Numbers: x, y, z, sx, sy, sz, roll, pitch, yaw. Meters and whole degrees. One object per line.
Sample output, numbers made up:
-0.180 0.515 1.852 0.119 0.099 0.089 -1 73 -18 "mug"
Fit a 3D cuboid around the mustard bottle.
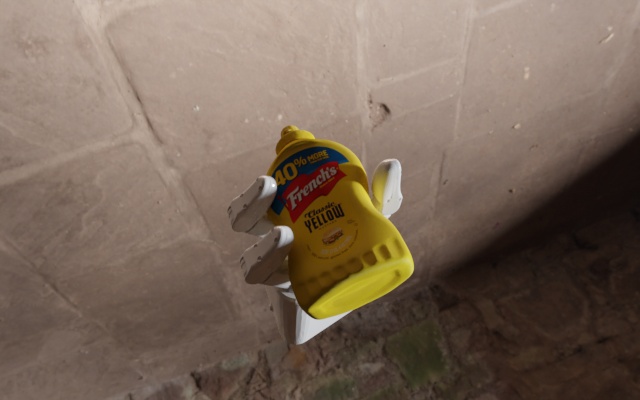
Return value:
0.000 0.001 0.426 0.096 0.191 0.058 -28 -36 5 "mustard bottle"
